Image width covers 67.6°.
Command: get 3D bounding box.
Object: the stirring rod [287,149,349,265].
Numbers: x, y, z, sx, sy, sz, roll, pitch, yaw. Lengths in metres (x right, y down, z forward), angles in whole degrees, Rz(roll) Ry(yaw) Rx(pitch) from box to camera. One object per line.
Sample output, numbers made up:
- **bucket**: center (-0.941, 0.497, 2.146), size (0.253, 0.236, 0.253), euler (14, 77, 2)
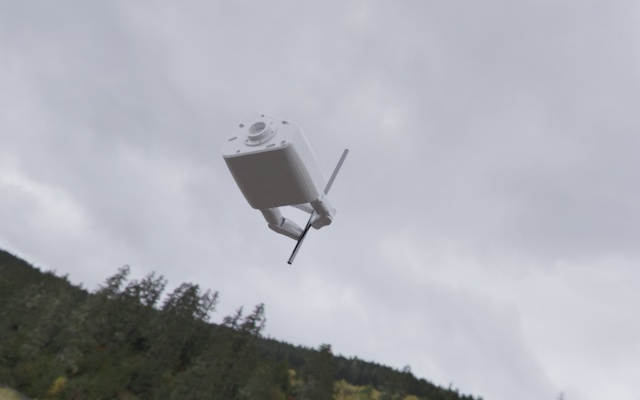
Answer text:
- **stirring rod**: center (0.000, 0.003, 0.769), size (0.011, 0.239, 0.011), euler (19, -34, 13)
